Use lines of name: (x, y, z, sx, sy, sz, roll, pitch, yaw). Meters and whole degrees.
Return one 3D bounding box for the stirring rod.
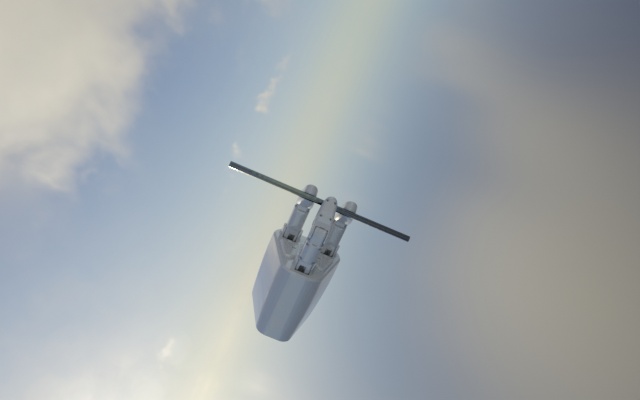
stirring rod: (0.000, 0.002, 0.590, 0.239, 0.011, 0.011, 23, -2, -4)
